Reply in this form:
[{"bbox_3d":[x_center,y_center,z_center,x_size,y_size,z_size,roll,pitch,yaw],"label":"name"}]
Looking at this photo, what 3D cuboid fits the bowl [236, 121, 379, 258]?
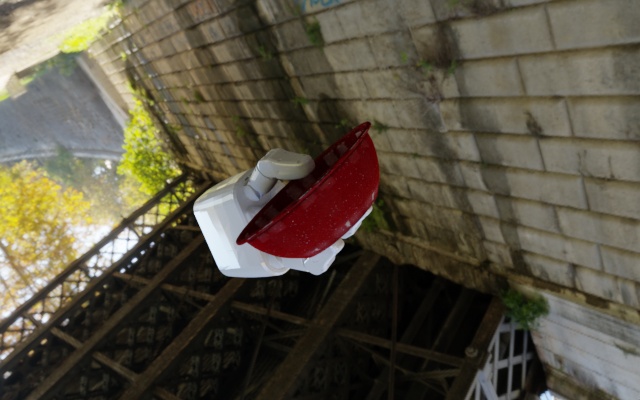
[{"bbox_3d":[0.001,0.002,0.434,0.162,0.055,0.162,-41,8,7],"label":"bowl"}]
